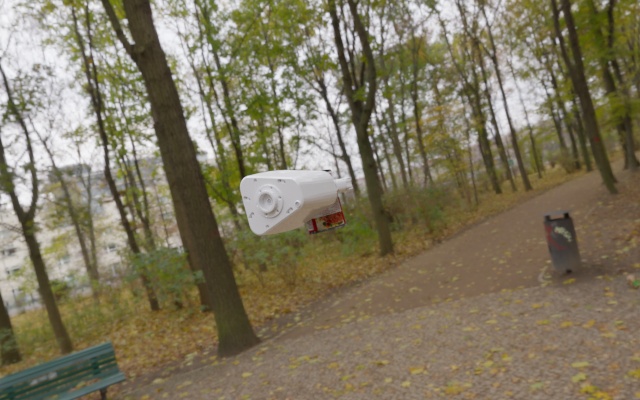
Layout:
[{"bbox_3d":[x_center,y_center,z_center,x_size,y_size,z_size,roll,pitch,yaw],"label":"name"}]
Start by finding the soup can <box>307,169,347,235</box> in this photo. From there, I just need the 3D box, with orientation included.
[{"bbox_3d":[0.000,0.002,0.837,0.068,0.102,0.068,-15,-2,0],"label":"soup can"}]
